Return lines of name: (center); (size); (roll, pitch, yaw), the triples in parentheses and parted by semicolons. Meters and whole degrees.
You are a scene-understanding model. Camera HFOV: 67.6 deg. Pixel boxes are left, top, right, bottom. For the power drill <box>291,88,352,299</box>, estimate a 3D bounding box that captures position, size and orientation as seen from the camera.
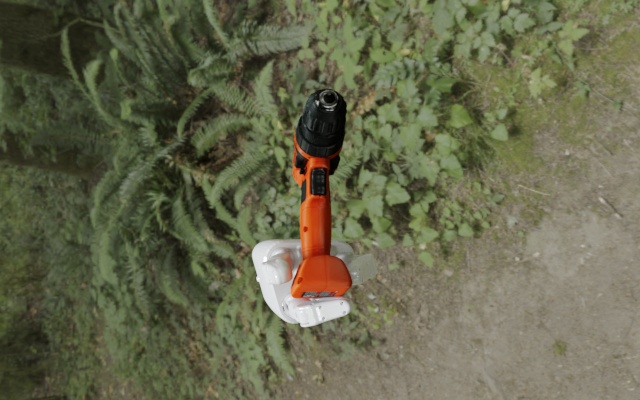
power drill: (0.000, 0.002, 0.495); (0.057, 0.187, 0.184); (1, -19, -4)
